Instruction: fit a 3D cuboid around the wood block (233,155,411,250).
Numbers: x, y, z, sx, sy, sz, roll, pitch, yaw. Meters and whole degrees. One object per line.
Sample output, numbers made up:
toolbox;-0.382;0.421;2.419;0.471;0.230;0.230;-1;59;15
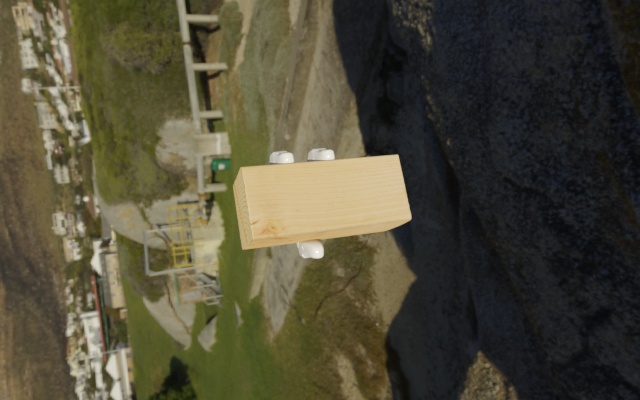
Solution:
wood block;0.000;0.002;0.621;0.206;0.091;0.090;-6;-11;-18
